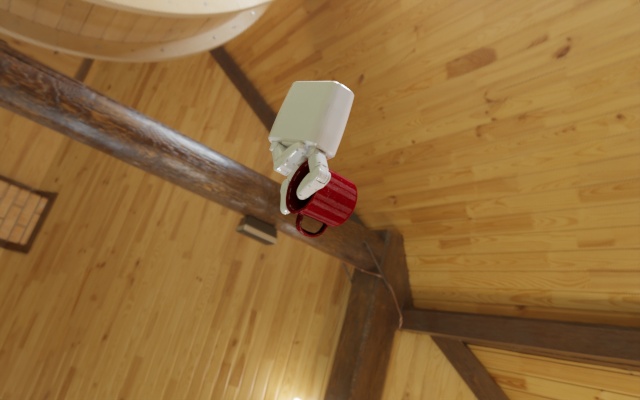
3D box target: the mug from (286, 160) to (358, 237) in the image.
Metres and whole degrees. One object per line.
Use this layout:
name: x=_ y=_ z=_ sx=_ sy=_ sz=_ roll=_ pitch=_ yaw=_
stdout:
mug: x=0.000 y=0.004 z=0.754 sx=0.081 sy=0.117 sz=0.093 roll=25 pitch=-10 yaw=-31
